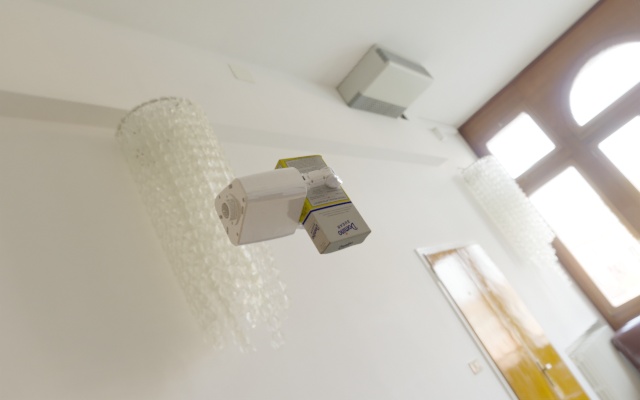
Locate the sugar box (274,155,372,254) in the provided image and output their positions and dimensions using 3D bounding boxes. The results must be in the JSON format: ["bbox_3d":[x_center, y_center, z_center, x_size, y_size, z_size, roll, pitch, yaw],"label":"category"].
[{"bbox_3d":[0.000,0.003,0.805,0.093,0.176,0.048,-12,-29,-36],"label":"sugar box"}]
